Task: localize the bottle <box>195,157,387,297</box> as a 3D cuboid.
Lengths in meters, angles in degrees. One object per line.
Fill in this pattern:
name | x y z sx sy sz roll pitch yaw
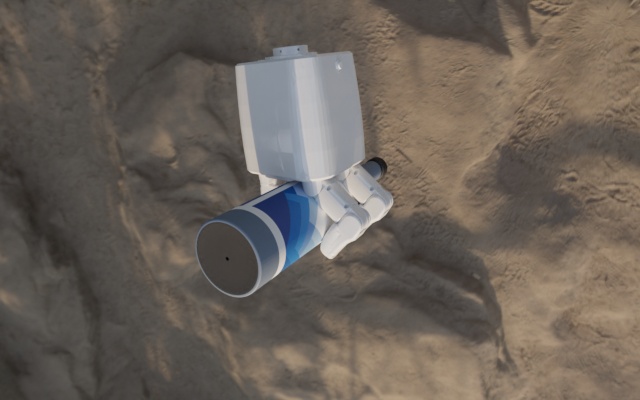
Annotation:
bottle | 0.000 0.002 0.491 0.069 0.069 0.295 0 17 31
